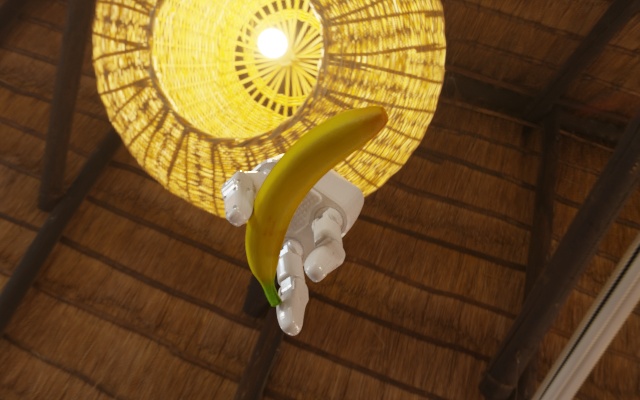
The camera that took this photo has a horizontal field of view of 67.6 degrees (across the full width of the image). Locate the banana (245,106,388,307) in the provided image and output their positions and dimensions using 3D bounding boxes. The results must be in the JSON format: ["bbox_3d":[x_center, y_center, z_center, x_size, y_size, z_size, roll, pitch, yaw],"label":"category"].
[{"bbox_3d":[-0.017,-0.006,0.412,0.069,0.198,0.037,32,18,9],"label":"banana"}]
